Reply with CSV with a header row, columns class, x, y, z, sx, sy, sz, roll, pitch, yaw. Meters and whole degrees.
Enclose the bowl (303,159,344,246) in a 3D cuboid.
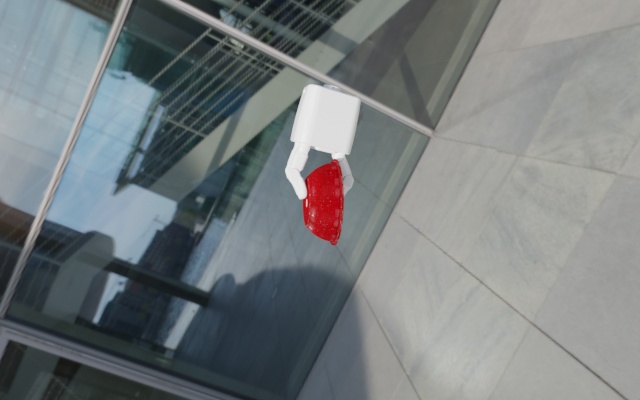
class,x,y,z,sx,sy,sz,roll,pitch,yaw
bowl,0.000,0.004,0.883,0.055,0.162,0.162,0,0,-10
